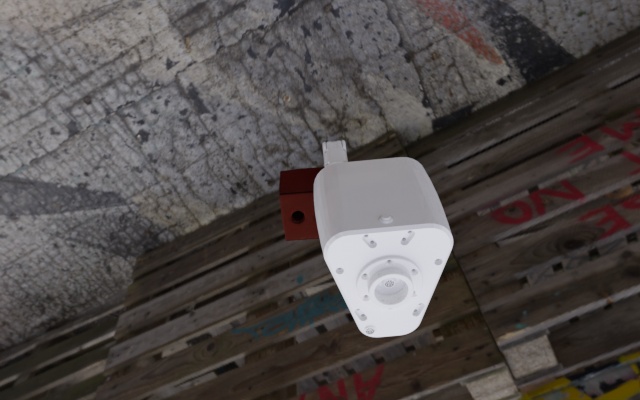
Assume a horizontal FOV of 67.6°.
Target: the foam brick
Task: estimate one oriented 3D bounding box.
[{"bbox_3d":[0.000,0.002,0.464,0.078,0.053,0.051,-5,30,0],"label":"foam brick"}]
